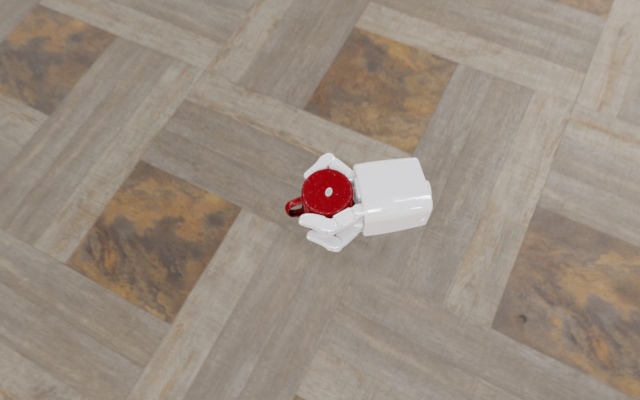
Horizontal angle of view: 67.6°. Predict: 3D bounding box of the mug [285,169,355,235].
[{"bbox_3d":[-0.001,0.003,0.774,0.117,0.093,0.081,-9,-23,-1],"label":"mug"}]
